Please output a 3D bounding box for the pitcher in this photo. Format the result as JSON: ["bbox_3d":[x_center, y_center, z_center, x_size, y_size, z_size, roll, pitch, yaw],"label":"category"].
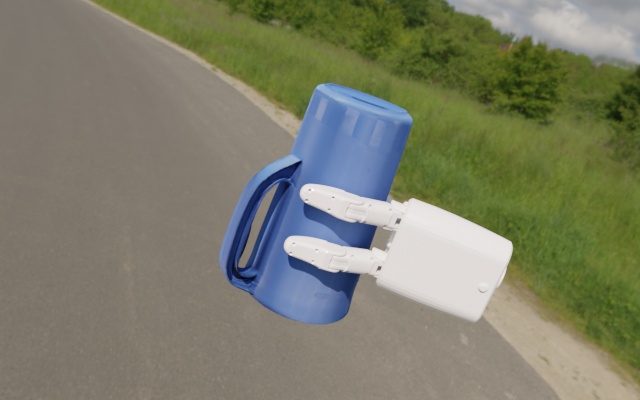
[{"bbox_3d":[0.000,0.002,0.522,0.145,0.243,0.149,22,18,9],"label":"pitcher"}]
